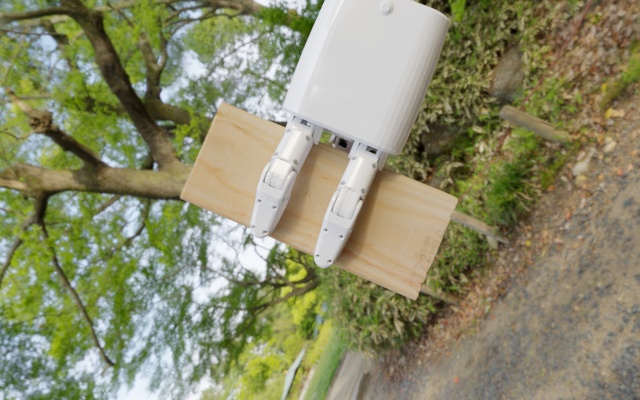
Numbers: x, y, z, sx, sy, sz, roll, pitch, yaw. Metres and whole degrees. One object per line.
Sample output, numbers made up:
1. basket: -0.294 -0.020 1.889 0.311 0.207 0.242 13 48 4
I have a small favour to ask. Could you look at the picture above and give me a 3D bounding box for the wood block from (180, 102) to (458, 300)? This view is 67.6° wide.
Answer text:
1. wood block: 0.000 0.001 0.423 0.206 0.090 0.091 23 -1 6
